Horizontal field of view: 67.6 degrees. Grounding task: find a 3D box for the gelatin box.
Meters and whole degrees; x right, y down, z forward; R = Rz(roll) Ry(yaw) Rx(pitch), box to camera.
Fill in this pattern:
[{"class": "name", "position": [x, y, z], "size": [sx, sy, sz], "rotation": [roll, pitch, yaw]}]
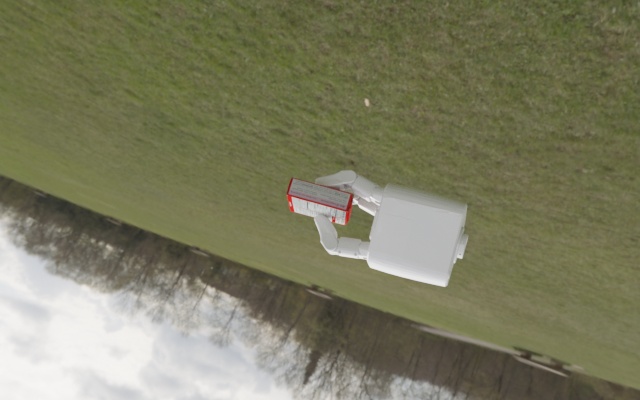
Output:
[{"class": "gelatin box", "position": [0.000, 0.003, 0.668], "size": [0.089, 0.030, 0.073], "rotation": [14, -17, 5]}]
